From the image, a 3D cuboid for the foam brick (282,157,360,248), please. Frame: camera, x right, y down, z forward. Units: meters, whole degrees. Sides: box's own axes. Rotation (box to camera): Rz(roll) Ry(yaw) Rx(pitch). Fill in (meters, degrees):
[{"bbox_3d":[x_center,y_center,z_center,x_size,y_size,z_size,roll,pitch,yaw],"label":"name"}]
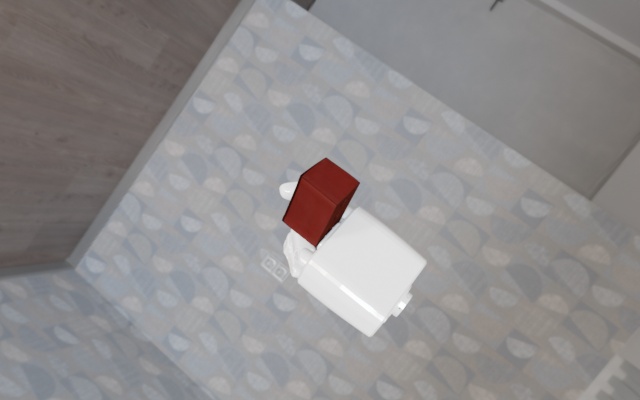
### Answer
[{"bbox_3d":[0.000,0.002,0.537,0.051,0.078,0.053,37,45,12],"label":"foam brick"}]
